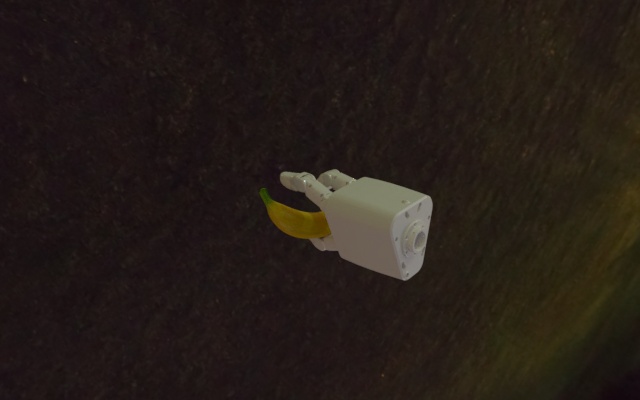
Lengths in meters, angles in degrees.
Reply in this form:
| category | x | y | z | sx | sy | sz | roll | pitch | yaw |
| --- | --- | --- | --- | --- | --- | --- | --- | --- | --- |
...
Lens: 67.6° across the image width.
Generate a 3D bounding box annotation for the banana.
| category | x | y | z | sx | sy | sz | roll | pitch | yaw |
| --- | --- | --- | --- | --- | --- | --- | --- | --- | --- |
| banana | -0.003 | 0.021 | 0.698 | 0.198 | 0.069 | 0.037 | 3 | -1 | -44 |
